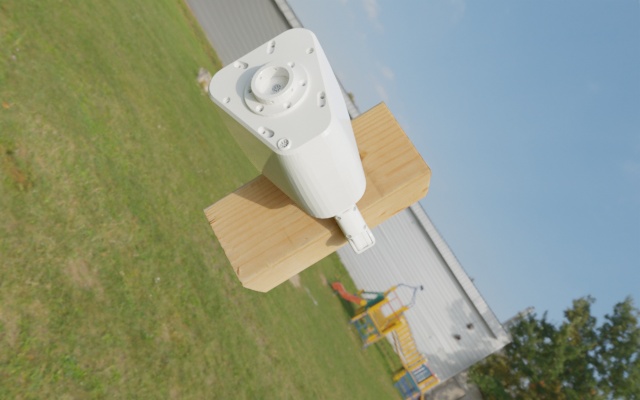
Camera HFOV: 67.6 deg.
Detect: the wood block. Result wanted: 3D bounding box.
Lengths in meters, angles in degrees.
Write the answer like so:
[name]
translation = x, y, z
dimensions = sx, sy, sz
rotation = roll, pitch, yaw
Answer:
[wood block]
translation = 0.000, 0.002, 0.494
dimensions = 0.206, 0.090, 0.090
rotation = -31, -17, 0
